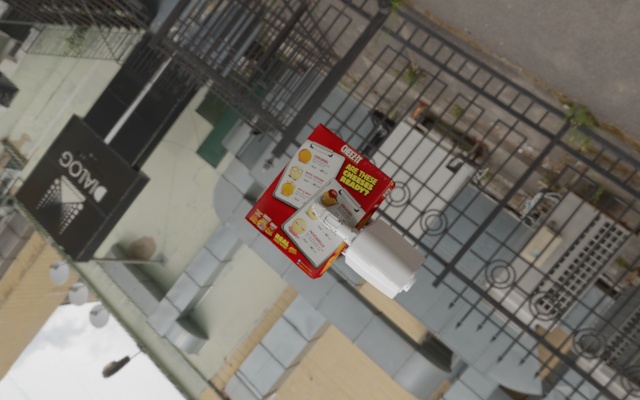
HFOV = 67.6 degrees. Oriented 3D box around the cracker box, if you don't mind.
[{"bbox_3d":[0.000,0.003,0.830,0.164,0.214,0.072,40,5,13],"label":"cracker box"}]
